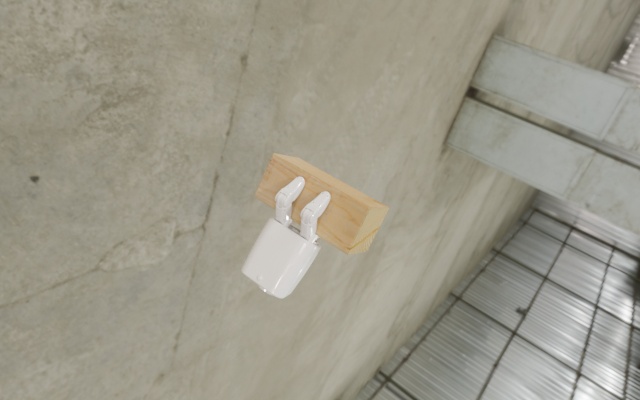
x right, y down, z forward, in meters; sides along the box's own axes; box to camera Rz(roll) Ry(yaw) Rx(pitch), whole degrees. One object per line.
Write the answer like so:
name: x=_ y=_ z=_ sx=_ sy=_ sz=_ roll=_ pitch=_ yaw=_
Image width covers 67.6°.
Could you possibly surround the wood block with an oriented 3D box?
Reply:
wood block: x=0.000 y=0.003 z=0.837 sx=0.206 sy=0.090 sz=0.091 roll=30 pitch=12 yaw=24
